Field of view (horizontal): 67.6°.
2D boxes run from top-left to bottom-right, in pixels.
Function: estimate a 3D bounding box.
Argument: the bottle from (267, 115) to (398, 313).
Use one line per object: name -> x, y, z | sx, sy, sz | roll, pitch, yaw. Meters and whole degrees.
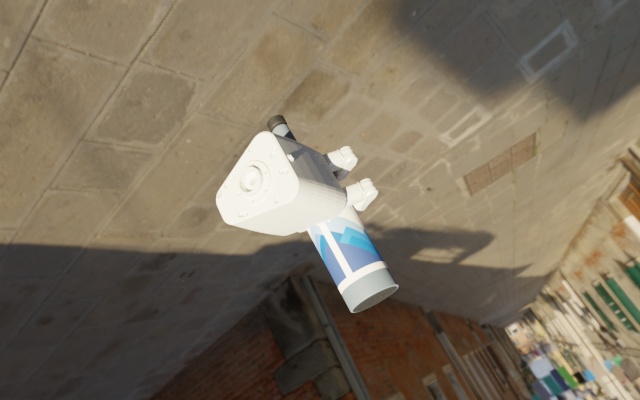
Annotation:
bottle -> 0.000, 0.002, 0.637 | 0.069, 0.295, 0.069 | -24, -24, -12
